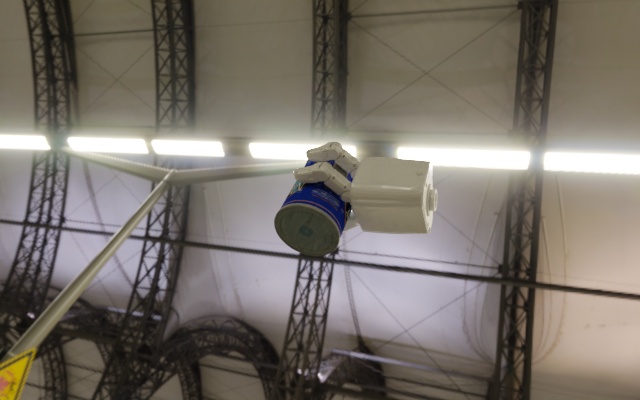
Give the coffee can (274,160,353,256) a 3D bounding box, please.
[{"bbox_3d":[0.000,0.003,0.752,0.103,0.103,0.140,0,40,24],"label":"coffee can"}]
